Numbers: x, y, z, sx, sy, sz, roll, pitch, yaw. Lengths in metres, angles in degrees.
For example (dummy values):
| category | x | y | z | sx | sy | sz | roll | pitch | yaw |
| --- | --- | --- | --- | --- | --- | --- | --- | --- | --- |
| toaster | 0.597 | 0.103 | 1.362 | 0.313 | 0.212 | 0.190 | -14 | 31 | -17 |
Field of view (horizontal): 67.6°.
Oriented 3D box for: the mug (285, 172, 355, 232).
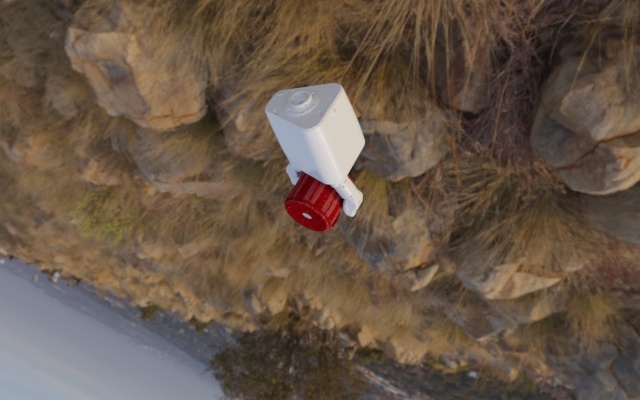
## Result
| category | x | y | z | sx | sy | sz | roll | pitch | yaw |
| --- | --- | --- | --- | --- | --- | --- | --- | --- | --- |
| mug | 0.000 | 0.004 | 0.761 | 0.093 | 0.081 | 0.117 | 13 | -32 | 32 |
